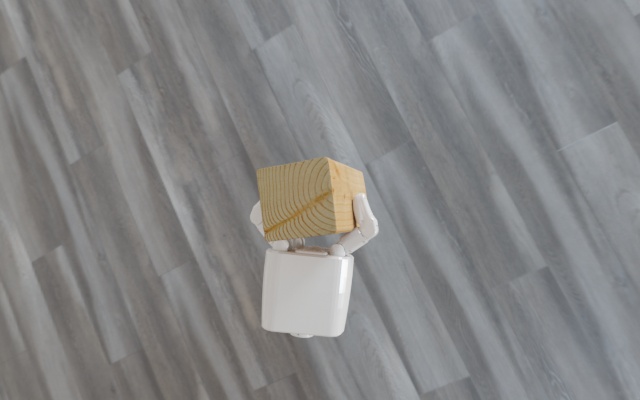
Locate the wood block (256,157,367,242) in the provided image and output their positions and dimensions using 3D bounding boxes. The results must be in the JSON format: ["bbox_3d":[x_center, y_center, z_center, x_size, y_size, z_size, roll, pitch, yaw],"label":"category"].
[{"bbox_3d":[0.000,0.002,0.649,0.091,0.090,0.206,-8,-4,16],"label":"wood block"}]
